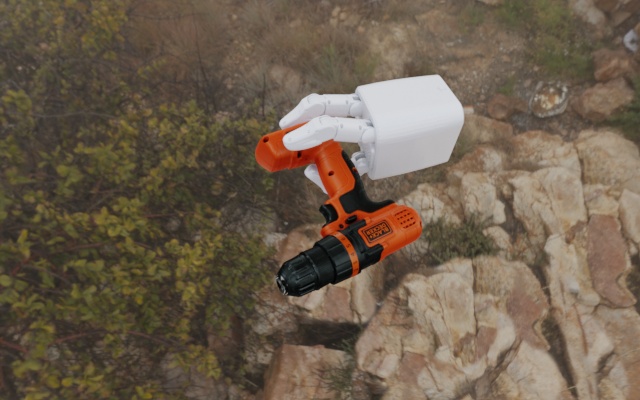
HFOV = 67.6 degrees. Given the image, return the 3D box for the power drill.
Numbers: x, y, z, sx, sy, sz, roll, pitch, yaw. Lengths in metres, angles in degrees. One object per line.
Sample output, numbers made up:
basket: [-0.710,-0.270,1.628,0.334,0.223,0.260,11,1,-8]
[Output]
power drill: [0.000,0.001,0.547,0.184,0.187,0.057,-22,-21,-27]
